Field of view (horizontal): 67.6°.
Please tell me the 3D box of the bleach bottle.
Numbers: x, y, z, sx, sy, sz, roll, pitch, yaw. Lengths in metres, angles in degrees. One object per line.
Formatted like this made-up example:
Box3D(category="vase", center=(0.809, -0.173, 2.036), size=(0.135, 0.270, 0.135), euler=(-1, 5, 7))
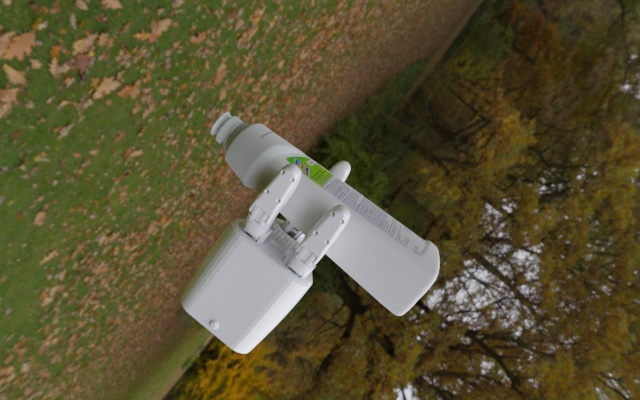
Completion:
Box3D(category="bleach bottle", center=(0.000, 0.002, 0.473), size=(0.251, 0.068, 0.102), euler=(39, 16, 2))
